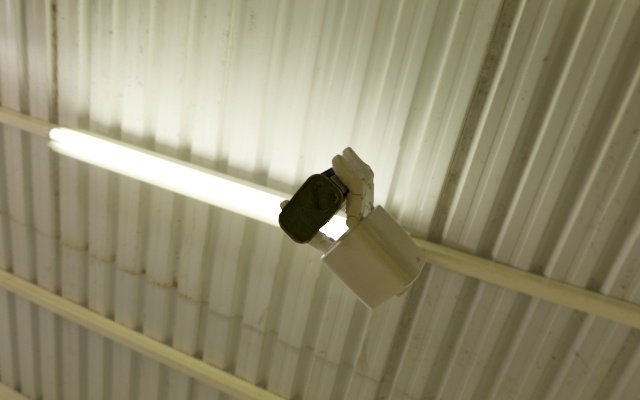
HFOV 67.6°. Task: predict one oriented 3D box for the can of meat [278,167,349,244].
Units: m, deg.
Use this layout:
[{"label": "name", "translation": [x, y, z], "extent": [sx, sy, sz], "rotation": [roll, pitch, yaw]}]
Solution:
[{"label": "can of meat", "translation": [0.000, 0.002, 0.666], "extent": [0.102, 0.057, 0.084], "rotation": [-49, -7, 25]}]
